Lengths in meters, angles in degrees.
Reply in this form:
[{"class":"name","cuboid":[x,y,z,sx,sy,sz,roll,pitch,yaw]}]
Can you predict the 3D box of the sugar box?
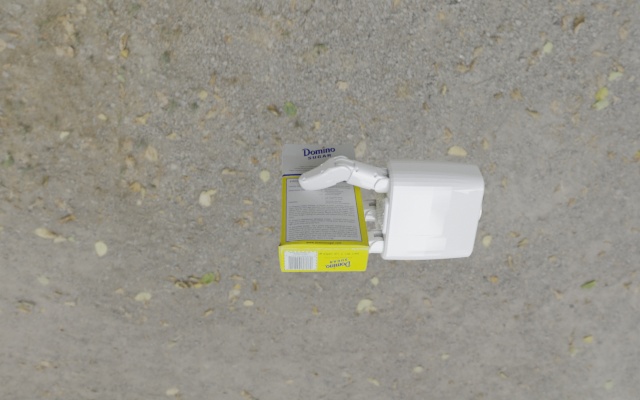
[{"class":"sugar box","cuboid":[0.000,0.002,0.554,0.093,0.048,0.176,1,40,-3]}]
